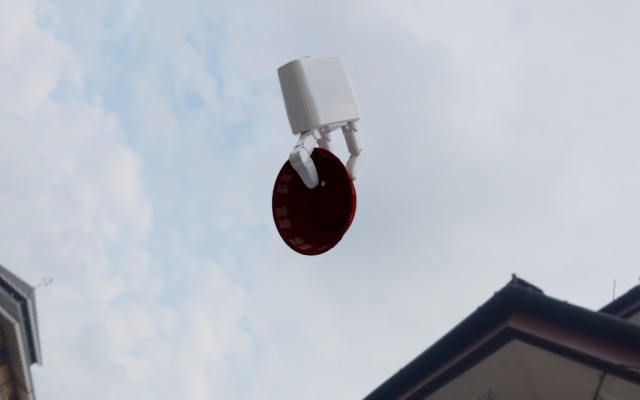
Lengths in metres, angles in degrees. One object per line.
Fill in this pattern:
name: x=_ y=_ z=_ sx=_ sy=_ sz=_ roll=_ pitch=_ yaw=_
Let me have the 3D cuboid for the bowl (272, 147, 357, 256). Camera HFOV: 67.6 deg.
bowl: x=0.000 y=0.004 z=0.726 sx=0.162 sy=0.162 sz=0.055 roll=0 pitch=-3 yaw=40
